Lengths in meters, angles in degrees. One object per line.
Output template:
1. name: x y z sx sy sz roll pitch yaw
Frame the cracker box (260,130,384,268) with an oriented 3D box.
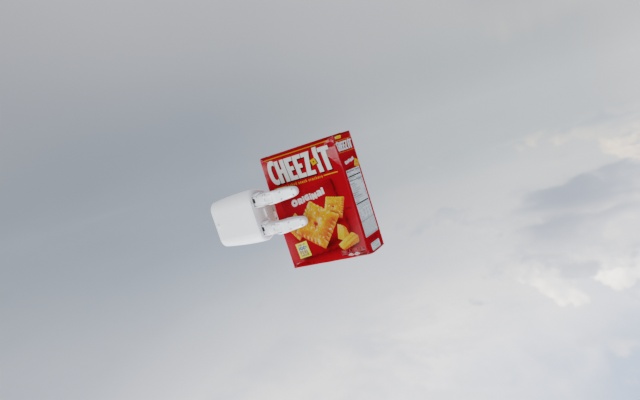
1. cracker box: 0.000 0.003 0.853 0.164 0.214 0.072 -14 7 32
